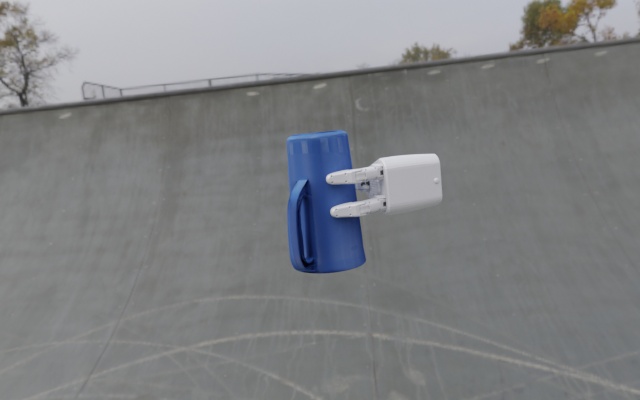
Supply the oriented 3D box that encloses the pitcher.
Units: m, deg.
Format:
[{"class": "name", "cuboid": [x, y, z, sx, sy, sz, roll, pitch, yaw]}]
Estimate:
[{"class": "pitcher", "cuboid": [0.000, 0.003, 0.842, 0.145, 0.243, 0.149, -8, 8, -11]}]
